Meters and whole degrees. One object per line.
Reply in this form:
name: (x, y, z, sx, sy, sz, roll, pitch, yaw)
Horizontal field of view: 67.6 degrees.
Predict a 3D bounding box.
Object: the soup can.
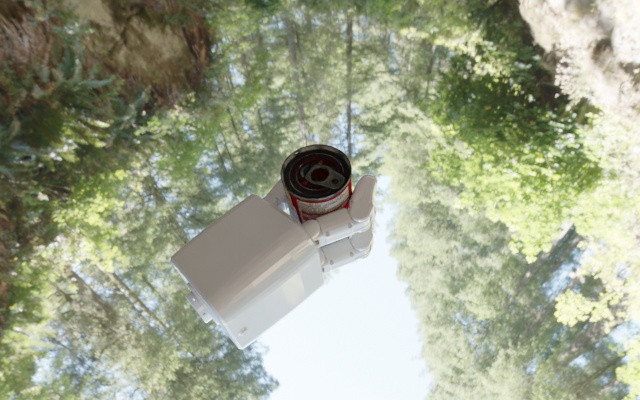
soup can: (0.000, 0.001, 0.490, 0.068, 0.068, 0.102, 0, -36, 6)
